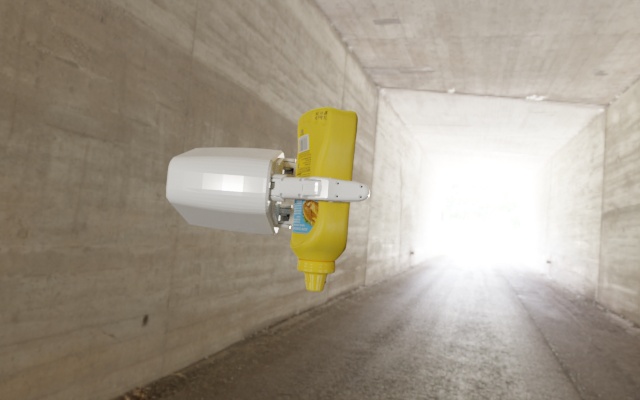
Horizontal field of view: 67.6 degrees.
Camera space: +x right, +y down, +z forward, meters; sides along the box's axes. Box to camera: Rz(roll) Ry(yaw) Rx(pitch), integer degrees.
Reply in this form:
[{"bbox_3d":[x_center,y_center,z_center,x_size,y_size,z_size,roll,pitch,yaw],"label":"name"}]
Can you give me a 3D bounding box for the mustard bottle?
[{"bbox_3d":[0.000,0.001,0.519,0.058,0.191,0.096,6,-4,-22],"label":"mustard bottle"}]
